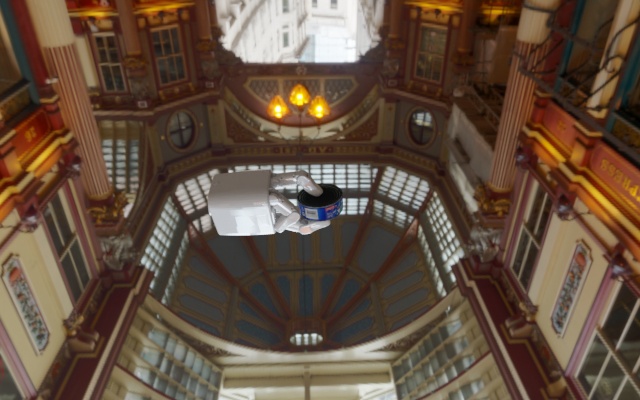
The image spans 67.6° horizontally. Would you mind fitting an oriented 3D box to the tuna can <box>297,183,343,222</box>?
[{"bbox_3d":[0.000,0.003,0.895,0.086,0.034,0.086,-5,32,3],"label":"tuna can"}]
